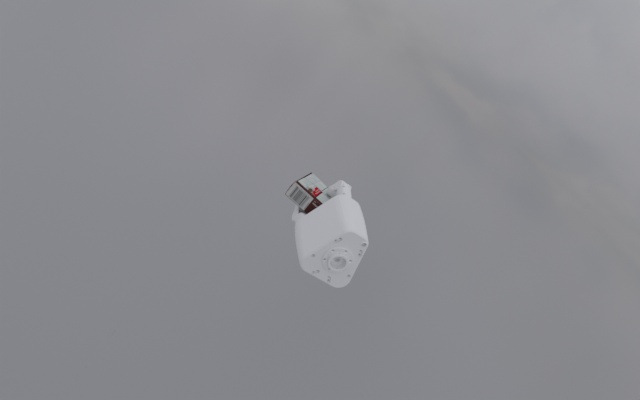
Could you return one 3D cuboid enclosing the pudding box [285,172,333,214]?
[{"bbox_3d":[0.000,0.003,0.886,0.113,0.039,0.090,43,21,4],"label":"pudding box"}]
